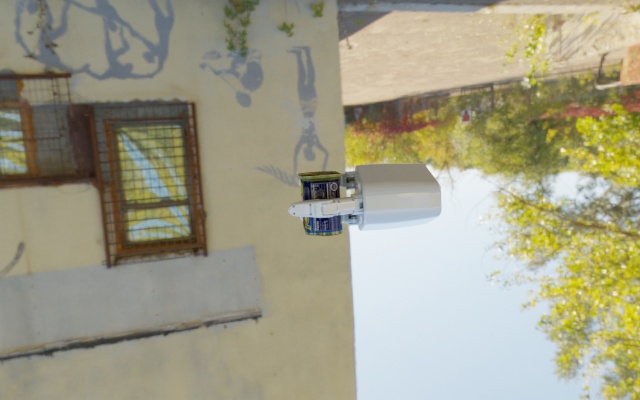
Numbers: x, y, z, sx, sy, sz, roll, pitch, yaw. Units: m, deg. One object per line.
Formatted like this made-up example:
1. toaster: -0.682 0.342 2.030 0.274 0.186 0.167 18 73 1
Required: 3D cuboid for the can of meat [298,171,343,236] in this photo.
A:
1. can of meat: 0.000 0.003 0.687 0.057 0.084 0.102 -4 7 -4
